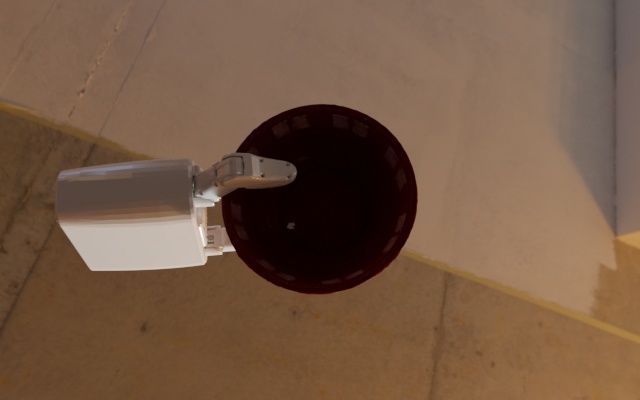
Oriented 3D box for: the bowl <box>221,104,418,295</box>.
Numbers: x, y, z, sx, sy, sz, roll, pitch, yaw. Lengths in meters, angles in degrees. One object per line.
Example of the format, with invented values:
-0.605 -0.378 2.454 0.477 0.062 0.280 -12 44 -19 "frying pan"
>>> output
0.001 0.002 0.413 0.162 0.162 0.055 0 -15 6 "bowl"
